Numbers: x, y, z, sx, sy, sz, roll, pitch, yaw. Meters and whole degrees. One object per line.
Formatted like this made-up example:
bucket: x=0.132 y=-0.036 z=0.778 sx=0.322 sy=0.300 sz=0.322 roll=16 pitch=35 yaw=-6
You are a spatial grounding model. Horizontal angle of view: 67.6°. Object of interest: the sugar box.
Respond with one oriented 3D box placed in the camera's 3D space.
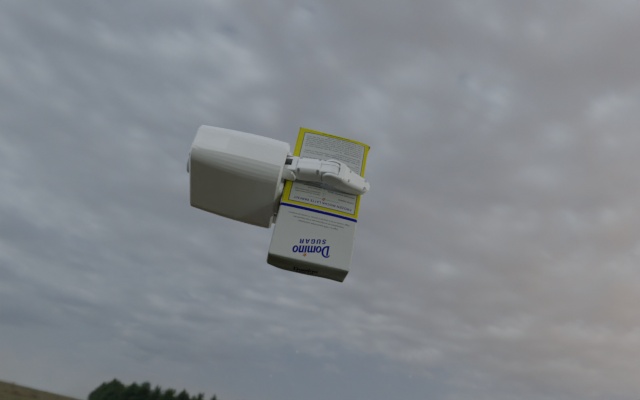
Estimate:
sugar box: x=0.000 y=0.002 z=0.571 sx=0.093 sy=0.176 sz=0.048 roll=14 pitch=-28 yaw=-2
